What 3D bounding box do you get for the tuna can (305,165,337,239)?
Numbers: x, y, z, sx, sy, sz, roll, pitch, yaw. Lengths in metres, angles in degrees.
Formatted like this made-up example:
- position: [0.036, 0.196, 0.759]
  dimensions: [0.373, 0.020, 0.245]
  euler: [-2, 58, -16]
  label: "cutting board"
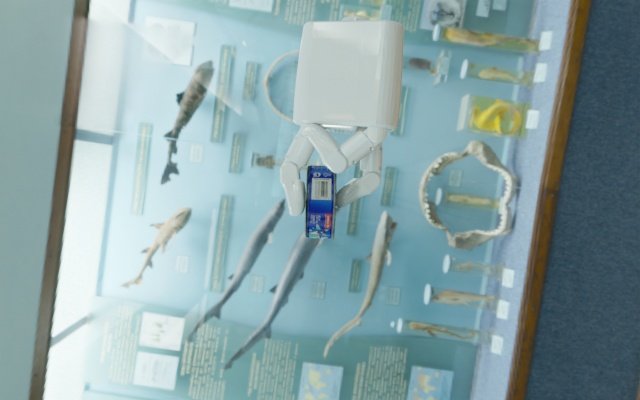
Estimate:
- position: [0.000, 0.002, 0.554]
  dimensions: [0.034, 0.086, 0.086]
  euler: [2, 0, -1]
  label: "tuna can"
